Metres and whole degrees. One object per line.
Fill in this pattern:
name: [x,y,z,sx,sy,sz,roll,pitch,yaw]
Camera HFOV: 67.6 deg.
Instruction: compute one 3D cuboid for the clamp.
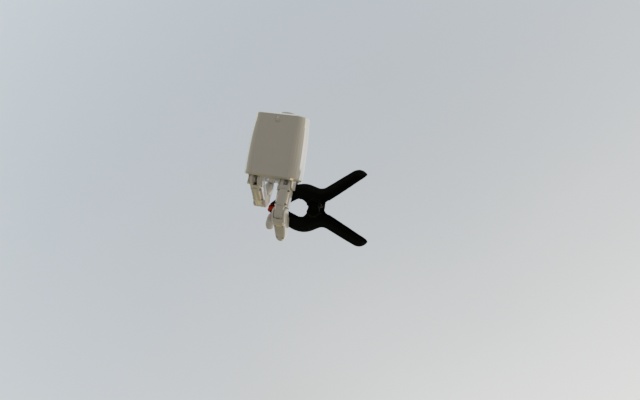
clamp: [0.000,0.003,0.775,0.171,0.120,0.039,9,-2,15]
